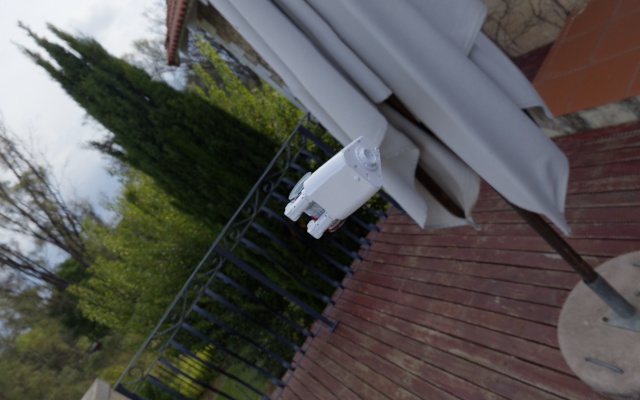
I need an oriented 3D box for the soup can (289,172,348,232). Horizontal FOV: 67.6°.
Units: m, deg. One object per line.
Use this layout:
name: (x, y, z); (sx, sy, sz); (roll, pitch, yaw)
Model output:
soup can: (0.000, 0.003, 0.900); (0.102, 0.068, 0.068); (38, -12, -15)
